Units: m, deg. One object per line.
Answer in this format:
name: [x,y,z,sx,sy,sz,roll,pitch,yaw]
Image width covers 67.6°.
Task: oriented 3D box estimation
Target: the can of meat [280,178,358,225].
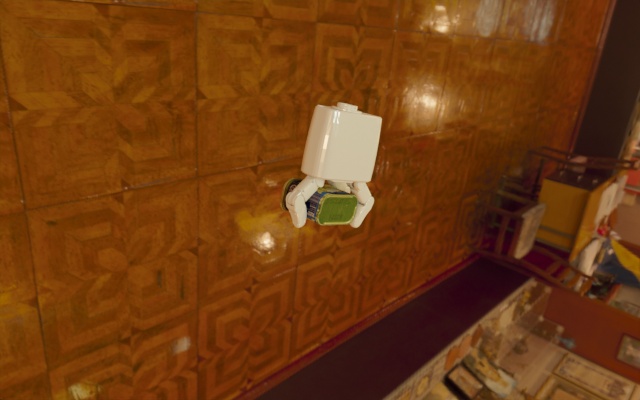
can of meat: [0.000,0.003,0.786,0.084,0.057,0.102,23,14,38]
